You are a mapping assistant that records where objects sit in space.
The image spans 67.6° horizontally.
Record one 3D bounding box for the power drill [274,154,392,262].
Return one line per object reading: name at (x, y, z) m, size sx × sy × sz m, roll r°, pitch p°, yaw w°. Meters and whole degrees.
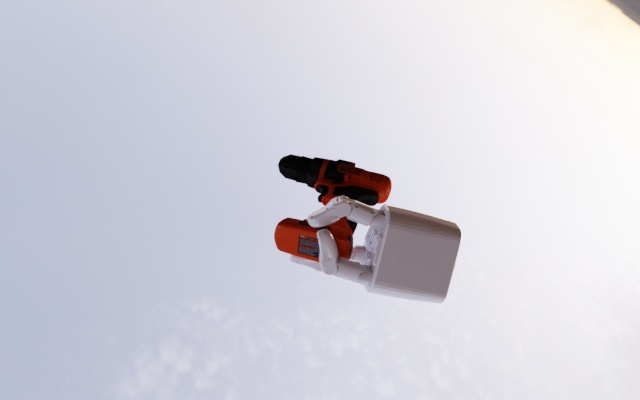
power drill at (0.000, 0.003, 0.700) m, size 0.184 × 0.057 × 0.187 m, roll 13°, pitch 41°, yaw 12°
